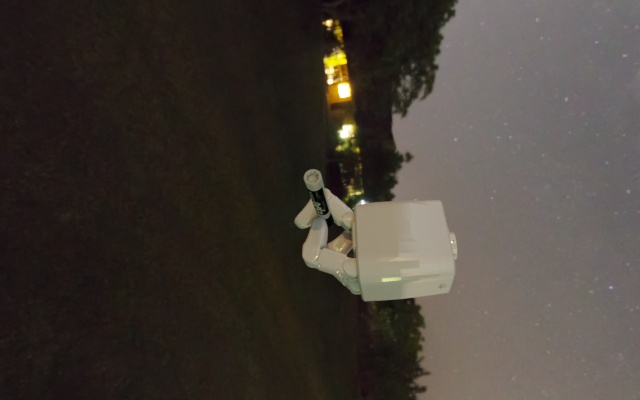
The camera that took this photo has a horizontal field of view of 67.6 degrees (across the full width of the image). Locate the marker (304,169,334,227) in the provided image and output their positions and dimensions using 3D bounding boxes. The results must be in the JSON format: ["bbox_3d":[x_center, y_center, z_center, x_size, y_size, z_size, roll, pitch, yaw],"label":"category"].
[{"bbox_3d":[0.000,0.002,0.549,0.020,0.020,0.121,0,-26,9],"label":"marker"}]
